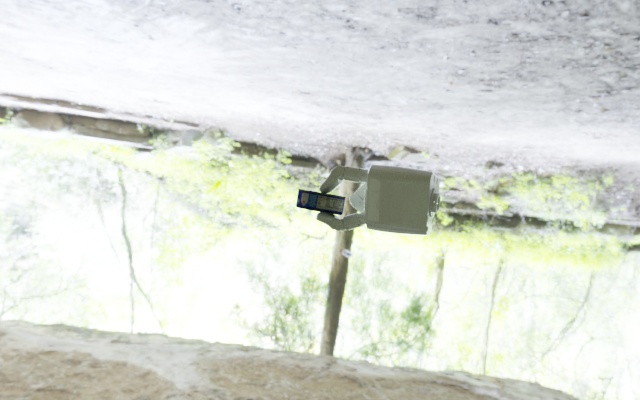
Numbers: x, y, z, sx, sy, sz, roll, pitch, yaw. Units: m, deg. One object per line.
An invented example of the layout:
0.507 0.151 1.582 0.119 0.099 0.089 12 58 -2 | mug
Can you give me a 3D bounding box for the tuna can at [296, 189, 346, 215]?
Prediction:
0.000 0.003 0.843 0.086 0.034 0.086 10 0 0 | tuna can
